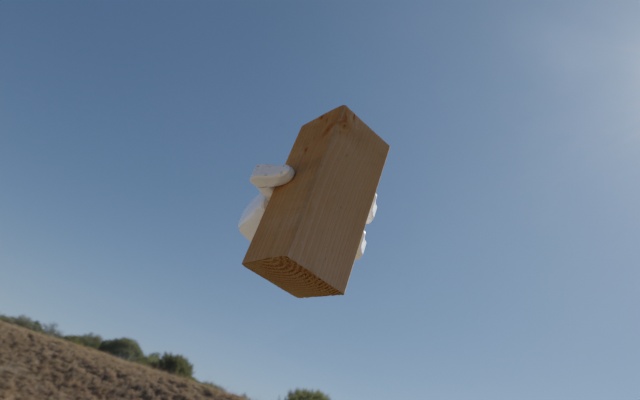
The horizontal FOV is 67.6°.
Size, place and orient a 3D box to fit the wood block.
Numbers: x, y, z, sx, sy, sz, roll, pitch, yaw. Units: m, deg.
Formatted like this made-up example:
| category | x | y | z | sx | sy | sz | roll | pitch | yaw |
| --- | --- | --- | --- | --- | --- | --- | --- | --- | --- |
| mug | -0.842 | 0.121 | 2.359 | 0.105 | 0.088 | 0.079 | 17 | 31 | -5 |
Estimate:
| category | x | y | z | sx | sy | sz | roll | pitch | yaw |
| --- | --- | --- | --- | --- | --- | --- | --- | --- | --- |
| wood block | 0.000 | 0.002 | 0.572 | 0.091 | 0.206 | 0.090 | 37 | -32 | -28 |
